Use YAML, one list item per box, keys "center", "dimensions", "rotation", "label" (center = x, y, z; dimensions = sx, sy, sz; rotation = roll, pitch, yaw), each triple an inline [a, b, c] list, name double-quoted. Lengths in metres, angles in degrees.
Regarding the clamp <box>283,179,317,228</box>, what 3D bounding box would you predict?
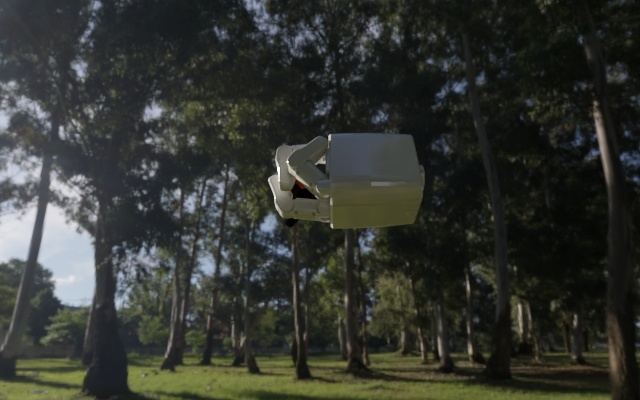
- center: [0.000, 0.002, 0.678]
  dimensions: [0.120, 0.039, 0.171]
  rotation: [-2, -22, 1]
  label: "clamp"
